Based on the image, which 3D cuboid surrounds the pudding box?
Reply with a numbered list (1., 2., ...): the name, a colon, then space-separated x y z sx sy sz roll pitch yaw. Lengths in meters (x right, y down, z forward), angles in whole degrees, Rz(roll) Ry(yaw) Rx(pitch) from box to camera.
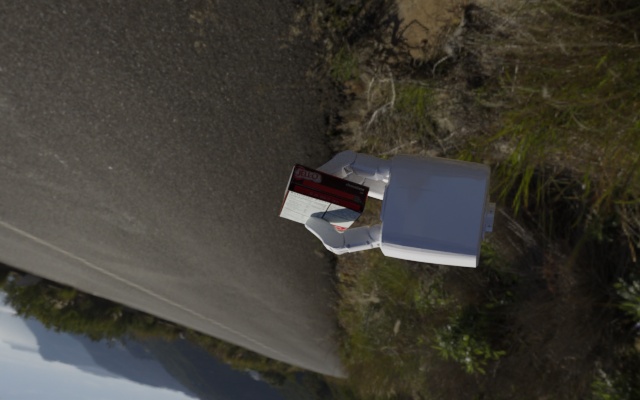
1. pudding box: 0.000 0.002 0.579 0.090 0.039 0.113 19 -21 -5
